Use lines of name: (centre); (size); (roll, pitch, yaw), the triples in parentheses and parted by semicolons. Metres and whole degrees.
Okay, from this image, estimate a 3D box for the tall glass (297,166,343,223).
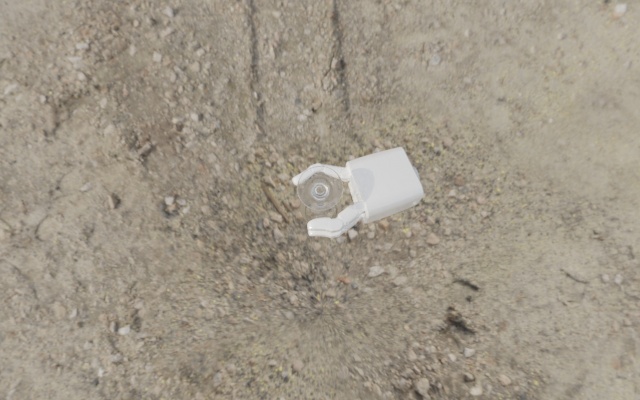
tall glass: (0.000, 0.003, 0.861); (0.079, 0.079, 0.201); (0, -13, 0)
